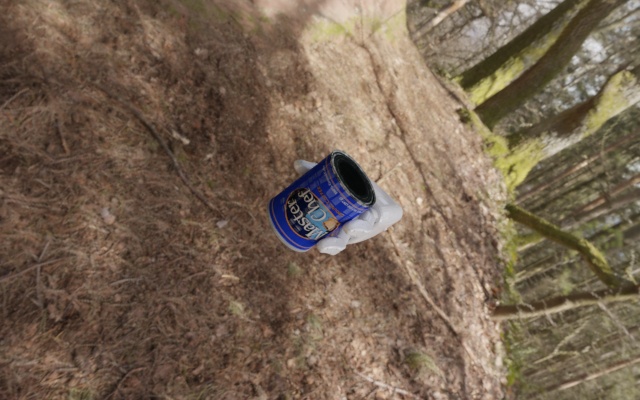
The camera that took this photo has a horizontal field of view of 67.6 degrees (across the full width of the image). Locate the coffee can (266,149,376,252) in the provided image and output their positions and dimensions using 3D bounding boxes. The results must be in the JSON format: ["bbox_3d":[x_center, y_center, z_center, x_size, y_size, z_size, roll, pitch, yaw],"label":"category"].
[{"bbox_3d":[0.000,0.002,0.742,0.140,0.102,0.103,-36,-18,26],"label":"coffee can"}]
